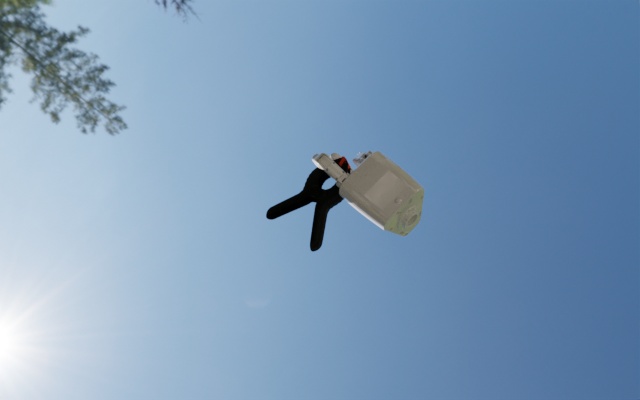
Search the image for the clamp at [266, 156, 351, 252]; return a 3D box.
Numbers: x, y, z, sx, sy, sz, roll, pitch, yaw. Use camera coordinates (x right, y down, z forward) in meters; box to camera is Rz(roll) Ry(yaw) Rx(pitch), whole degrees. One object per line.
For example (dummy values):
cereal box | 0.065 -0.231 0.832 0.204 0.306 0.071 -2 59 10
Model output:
clamp | 0.000 0.003 0.820 0.120 0.171 0.039 44 -4 23
